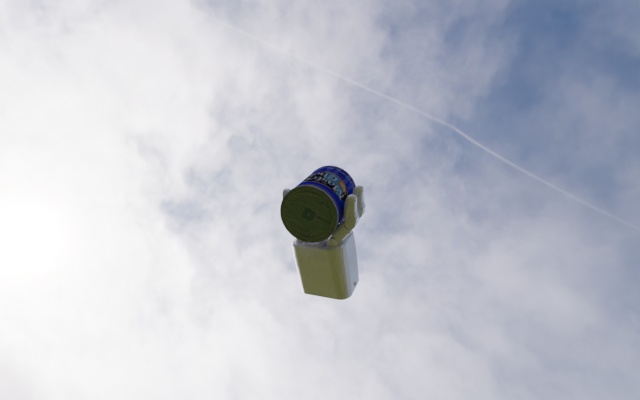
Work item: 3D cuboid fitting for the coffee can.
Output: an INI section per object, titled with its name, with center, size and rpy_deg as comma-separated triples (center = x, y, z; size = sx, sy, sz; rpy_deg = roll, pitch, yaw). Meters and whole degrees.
[coffee can]
center = 0.000, 0.003, 0.864
size = 0.103, 0.103, 0.140
rpy_deg = 0, 18, 18
